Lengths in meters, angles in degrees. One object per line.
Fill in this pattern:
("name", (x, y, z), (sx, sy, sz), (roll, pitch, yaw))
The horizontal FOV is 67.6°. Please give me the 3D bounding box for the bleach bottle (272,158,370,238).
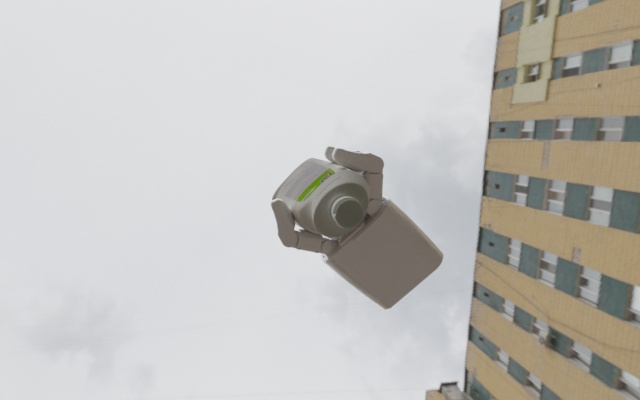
("bleach bottle", (0.000, 0.002, 0.587), (0.068, 0.102, 0.251), (42, -1, -13))
